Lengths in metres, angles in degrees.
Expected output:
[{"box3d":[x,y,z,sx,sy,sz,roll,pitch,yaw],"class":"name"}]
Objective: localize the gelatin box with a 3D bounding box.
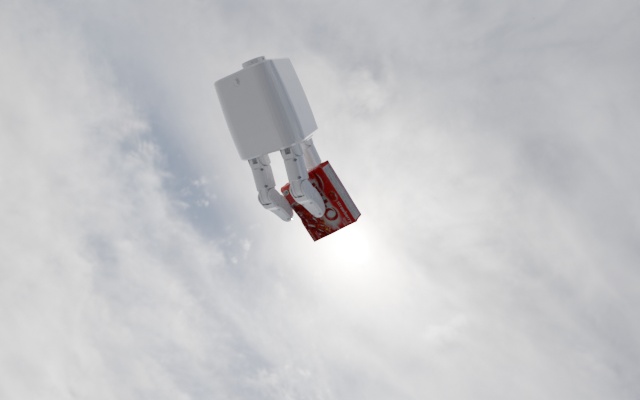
[{"box3d":[0.000,0.002,0.639,0.073,0.089,0.030,-28,8,30],"class":"gelatin box"}]
